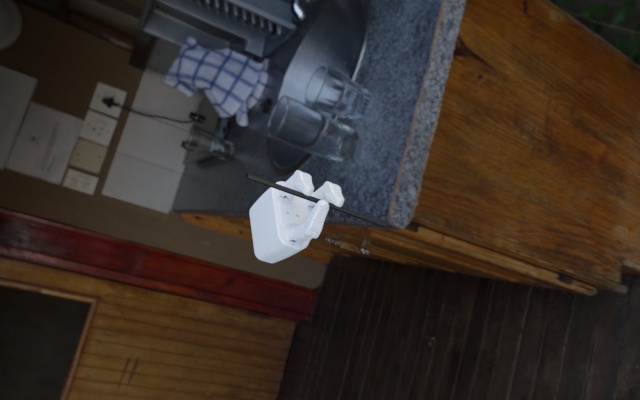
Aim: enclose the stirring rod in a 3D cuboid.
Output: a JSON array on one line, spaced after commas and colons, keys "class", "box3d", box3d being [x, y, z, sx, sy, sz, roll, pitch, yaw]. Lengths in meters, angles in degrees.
[{"class": "stirring rod", "box3d": [0.000, 0.002, 0.716, 0.239, 0.011, 0.011, 20, -9, -25]}]
